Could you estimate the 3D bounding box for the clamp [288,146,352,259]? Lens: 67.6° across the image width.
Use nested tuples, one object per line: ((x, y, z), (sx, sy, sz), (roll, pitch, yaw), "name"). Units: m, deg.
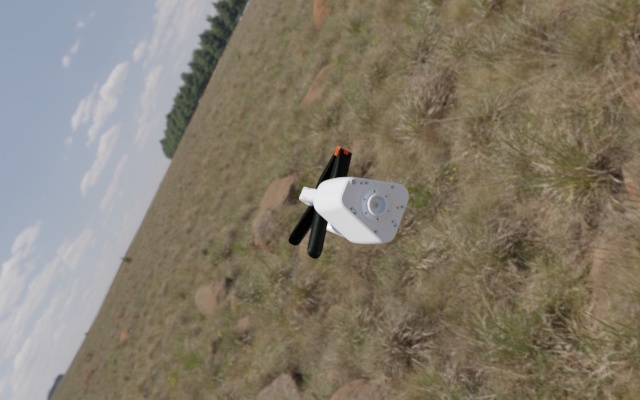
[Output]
((0.000, 0.002, 0.878), (0.036, 0.210, 0.164), (24, -10, -17), "clamp")
